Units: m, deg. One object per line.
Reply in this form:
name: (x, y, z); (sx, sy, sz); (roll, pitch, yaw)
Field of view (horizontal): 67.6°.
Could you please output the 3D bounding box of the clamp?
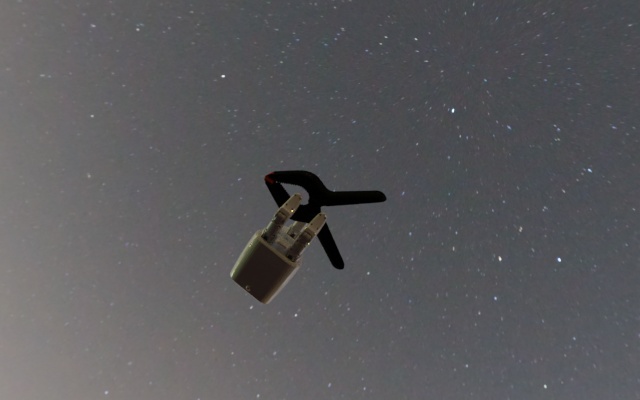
clamp: (0.000, 0.002, 0.839); (0.210, 0.164, 0.036); (38, 21, 3)
